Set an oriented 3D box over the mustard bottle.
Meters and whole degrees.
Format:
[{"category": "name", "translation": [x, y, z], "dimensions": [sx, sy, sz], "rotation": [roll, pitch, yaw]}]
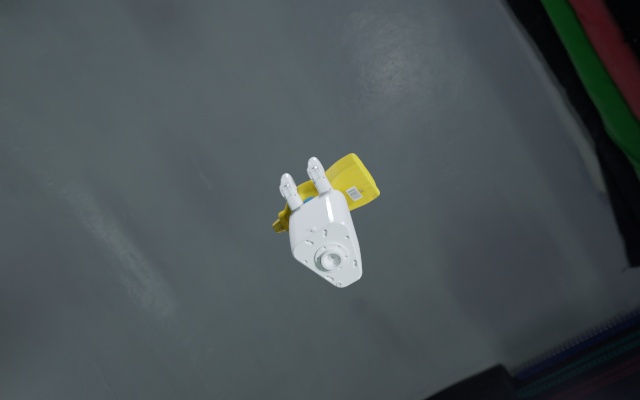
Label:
[{"category": "mustard bottle", "translation": [0.000, 0.002, 0.827], "dimensions": [0.191, 0.058, 0.096], "rotation": [-31, -45, 11]}]
